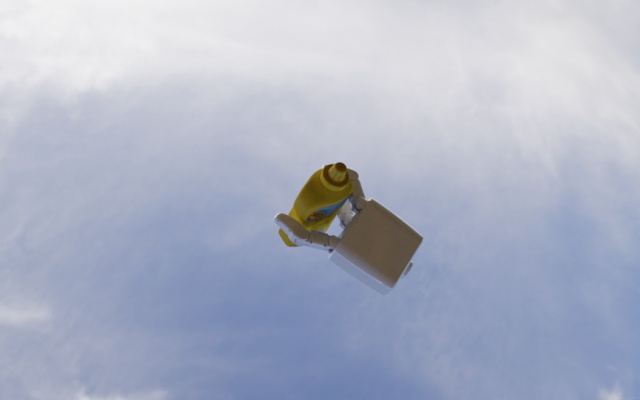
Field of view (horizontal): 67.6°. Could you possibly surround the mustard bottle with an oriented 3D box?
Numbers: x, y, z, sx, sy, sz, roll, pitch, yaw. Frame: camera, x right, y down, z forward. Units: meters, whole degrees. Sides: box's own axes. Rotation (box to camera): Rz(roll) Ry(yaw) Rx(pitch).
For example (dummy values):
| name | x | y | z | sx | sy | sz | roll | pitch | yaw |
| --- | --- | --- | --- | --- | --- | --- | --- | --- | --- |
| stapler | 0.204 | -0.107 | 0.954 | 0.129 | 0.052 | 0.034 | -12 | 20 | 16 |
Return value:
| name | x | y | z | sx | sy | sz | roll | pitch | yaw |
| --- | --- | --- | --- | --- | --- | --- | --- | --- | --- |
| mustard bottle | 0.000 | 0.002 | 0.739 | 0.096 | 0.058 | 0.192 | -23 | -20 | -31 |
